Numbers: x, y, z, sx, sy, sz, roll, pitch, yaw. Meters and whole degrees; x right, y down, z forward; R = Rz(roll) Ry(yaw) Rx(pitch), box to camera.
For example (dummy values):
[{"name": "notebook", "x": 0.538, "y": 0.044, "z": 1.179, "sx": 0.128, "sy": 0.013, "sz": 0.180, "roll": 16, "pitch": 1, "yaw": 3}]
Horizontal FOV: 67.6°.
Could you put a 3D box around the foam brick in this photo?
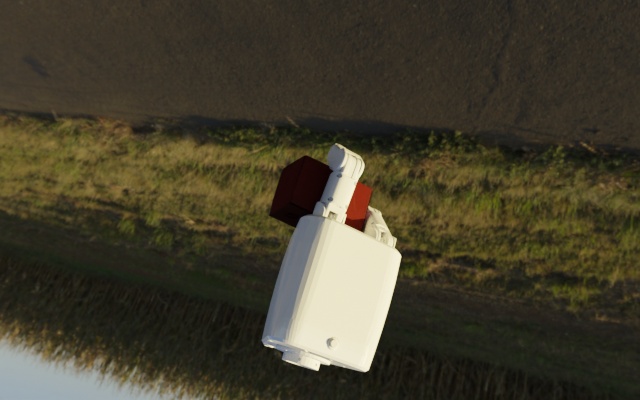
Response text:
[{"name": "foam brick", "x": 0.000, "y": 0.001, "z": 0.450, "sx": 0.078, "sy": 0.051, "sz": 0.053, "roll": 26, "pitch": -22, "yaw": -19}]
